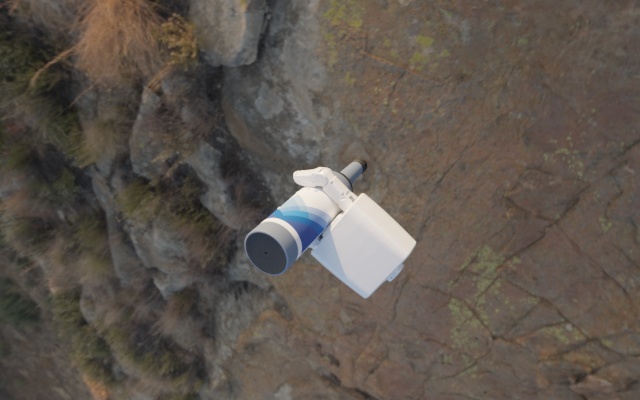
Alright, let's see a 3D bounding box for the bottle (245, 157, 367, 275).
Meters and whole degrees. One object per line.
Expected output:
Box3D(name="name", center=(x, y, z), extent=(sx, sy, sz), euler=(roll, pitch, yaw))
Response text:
Box3D(name="bottle", center=(0.000, 0.002, 0.713), extent=(0.069, 0.069, 0.295), euler=(0, 26, 31))
